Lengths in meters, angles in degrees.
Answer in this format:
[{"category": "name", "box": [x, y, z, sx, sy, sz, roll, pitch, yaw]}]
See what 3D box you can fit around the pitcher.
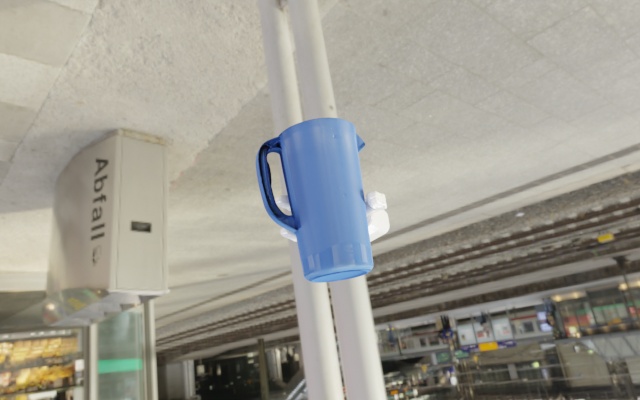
[{"category": "pitcher", "box": [0.000, 0.002, 0.757, 0.149, 0.242, 0.145, -16, -18, 23]}]
